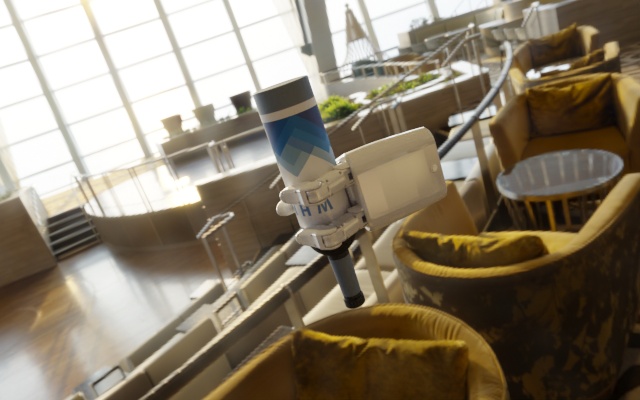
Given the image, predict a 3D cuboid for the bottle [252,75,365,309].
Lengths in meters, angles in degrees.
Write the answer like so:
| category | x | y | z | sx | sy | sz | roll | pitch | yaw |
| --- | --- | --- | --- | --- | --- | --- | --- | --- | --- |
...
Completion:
| category | x | y | z | sx | sy | sz | roll | pitch | yaw |
| --- | --- | --- | --- | --- | --- | --- | --- | --- | --- |
| bottle | 0.000 | 0.002 | 0.581 | 0.069 | 0.296 | 0.069 | -17 | 18 | 6 |
